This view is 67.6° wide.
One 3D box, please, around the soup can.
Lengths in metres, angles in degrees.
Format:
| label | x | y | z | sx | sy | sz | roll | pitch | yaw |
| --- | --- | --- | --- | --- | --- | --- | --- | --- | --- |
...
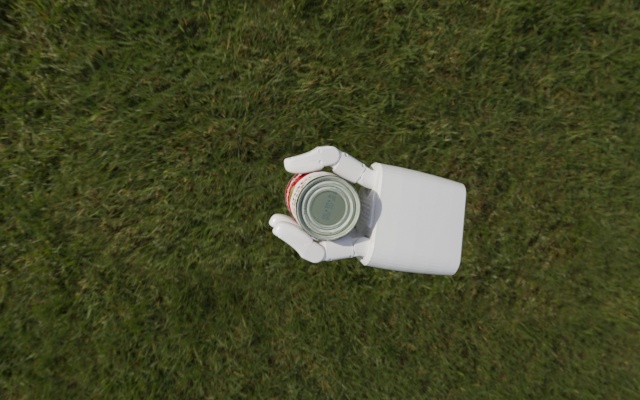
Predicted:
| label | x | y | z | sx | sy | sz | roll | pitch | yaw |
| --- | --- | --- | --- | --- | --- | --- | --- | --- | --- |
| soup can | 0.000 | 0.002 | 0.517 | 0.068 | 0.068 | 0.102 | 0 | 8 | -10 |
